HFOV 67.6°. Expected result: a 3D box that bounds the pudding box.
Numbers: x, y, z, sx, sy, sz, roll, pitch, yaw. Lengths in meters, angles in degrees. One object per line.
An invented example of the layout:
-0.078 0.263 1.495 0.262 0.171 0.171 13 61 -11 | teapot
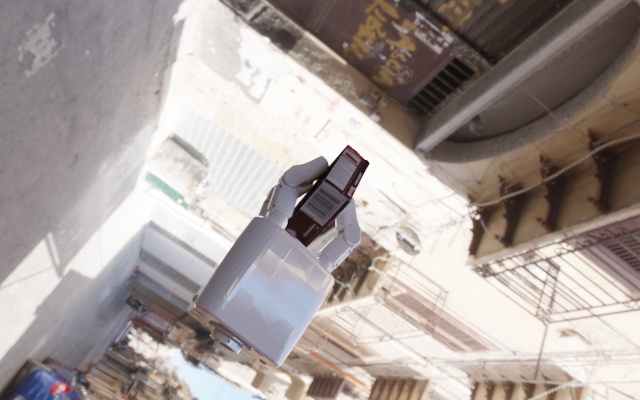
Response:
0.000 0.002 0.532 0.113 0.039 0.090 -46 8 36 | pudding box
